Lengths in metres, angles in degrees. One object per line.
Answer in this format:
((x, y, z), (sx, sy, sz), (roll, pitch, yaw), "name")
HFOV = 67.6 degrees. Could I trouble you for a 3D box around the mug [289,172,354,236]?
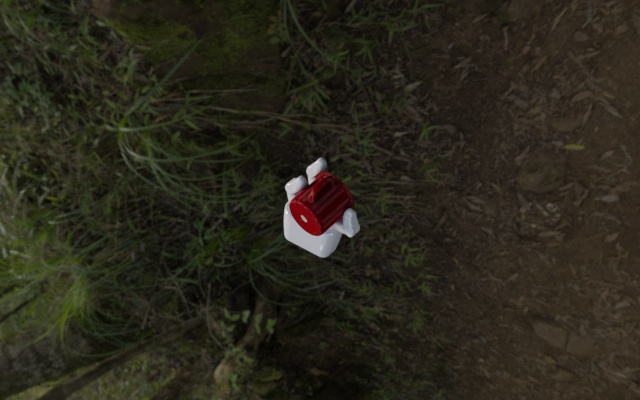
((0.000, 0.002, 0.835), (0.081, 0.093, 0.117), (-41, -21, -27), "mug")
